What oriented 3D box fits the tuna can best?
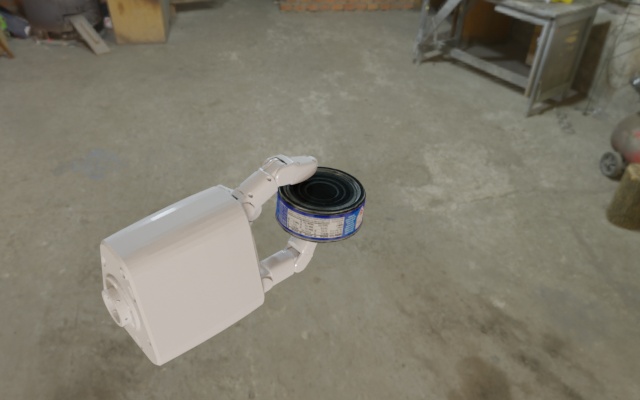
[{"bbox_3d":[0.000,0.001,0.459,0.086,0.034,0.086,4,34,-3],"label":"tuna can"}]
